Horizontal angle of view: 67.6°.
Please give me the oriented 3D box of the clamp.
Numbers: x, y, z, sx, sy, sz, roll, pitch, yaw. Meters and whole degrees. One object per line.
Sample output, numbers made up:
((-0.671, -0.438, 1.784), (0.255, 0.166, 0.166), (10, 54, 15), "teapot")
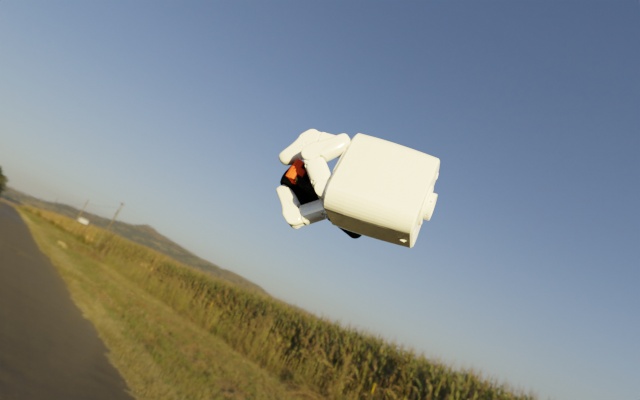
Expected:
((0.000, 0.002, 0.658), (0.120, 0.039, 0.171), (18, -17, 16), "clamp")
